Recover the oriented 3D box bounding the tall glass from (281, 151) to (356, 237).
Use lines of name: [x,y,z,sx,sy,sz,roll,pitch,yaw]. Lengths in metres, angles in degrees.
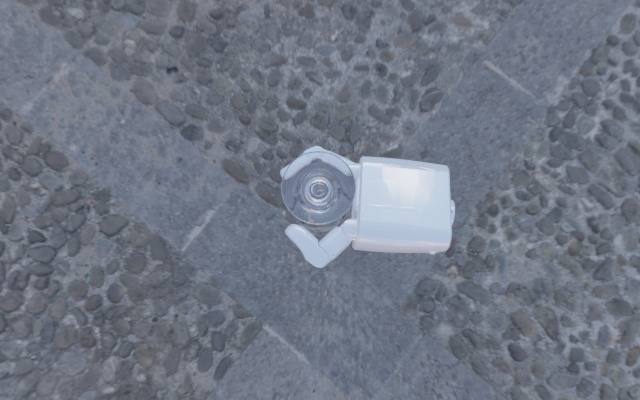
tall glass: [0.000,0.002,0.570,0.079,0.079,0.201,0,-8,1]
